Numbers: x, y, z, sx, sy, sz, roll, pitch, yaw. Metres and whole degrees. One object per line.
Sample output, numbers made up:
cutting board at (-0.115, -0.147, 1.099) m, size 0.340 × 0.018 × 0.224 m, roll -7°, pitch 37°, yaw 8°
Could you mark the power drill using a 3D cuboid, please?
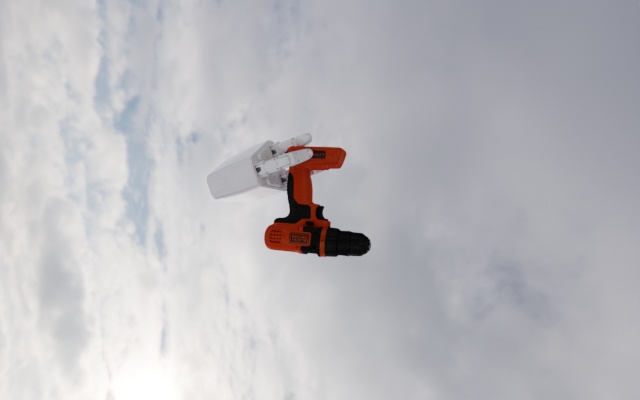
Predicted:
power drill at (0.000, 0.002, 0.824) m, size 0.184 × 0.187 × 0.057 m, roll 4°, pitch -10°, yaw 10°
